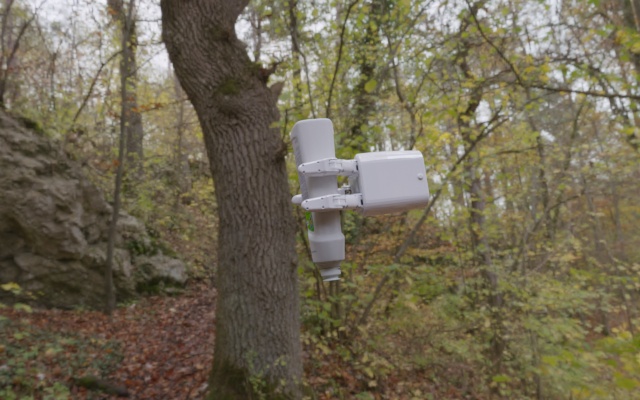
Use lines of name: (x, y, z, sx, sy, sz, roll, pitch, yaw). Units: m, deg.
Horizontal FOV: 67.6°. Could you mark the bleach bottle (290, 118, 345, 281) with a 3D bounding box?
bleach bottle: (0.000, 0.002, 0.768, 0.068, 0.251, 0.102, -6, -8, -8)
